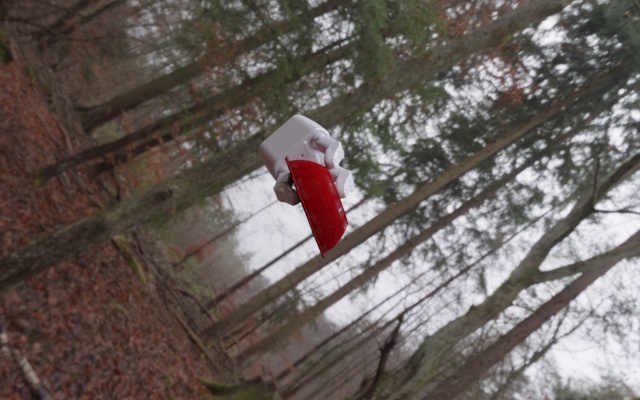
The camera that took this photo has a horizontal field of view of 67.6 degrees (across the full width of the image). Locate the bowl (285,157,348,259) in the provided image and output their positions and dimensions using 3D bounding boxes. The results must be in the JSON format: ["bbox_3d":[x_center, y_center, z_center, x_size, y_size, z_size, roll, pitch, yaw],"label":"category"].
[{"bbox_3d":[0.001,0.003,0.710,0.055,0.162,0.162,-20,0,-1],"label":"bowl"}]
